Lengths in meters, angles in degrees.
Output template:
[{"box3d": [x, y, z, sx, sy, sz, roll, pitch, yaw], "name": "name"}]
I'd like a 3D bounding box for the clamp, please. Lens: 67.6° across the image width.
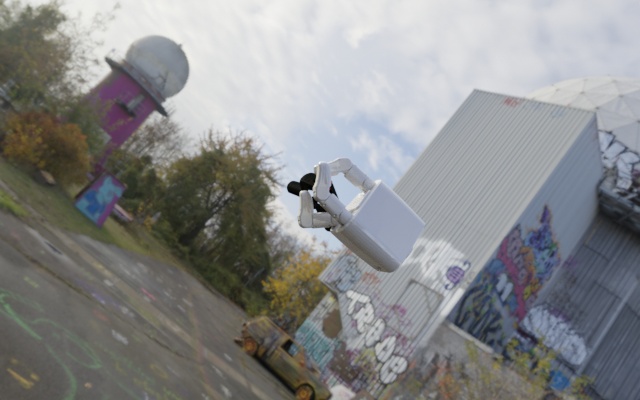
[{"box3d": [0.000, 0.002, 0.815, 0.120, 0.039, 0.171, 42, -13, -6], "name": "clamp"}]
